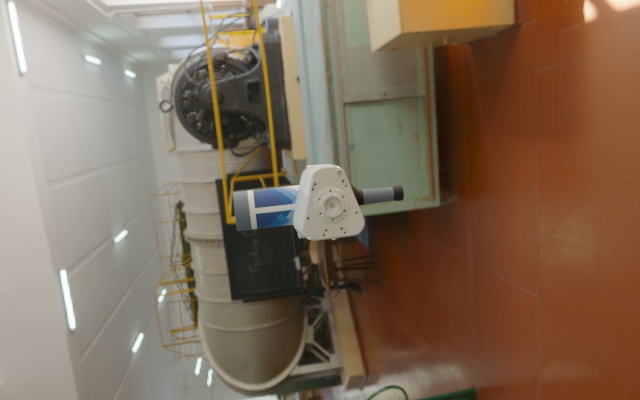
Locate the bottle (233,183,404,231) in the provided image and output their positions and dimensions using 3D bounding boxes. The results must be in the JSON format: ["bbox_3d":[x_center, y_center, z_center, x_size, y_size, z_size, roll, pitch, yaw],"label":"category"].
[{"bbox_3d":[0.000,0.003,0.832,0.296,0.069,0.069,-6,1,-8],"label":"bottle"}]
